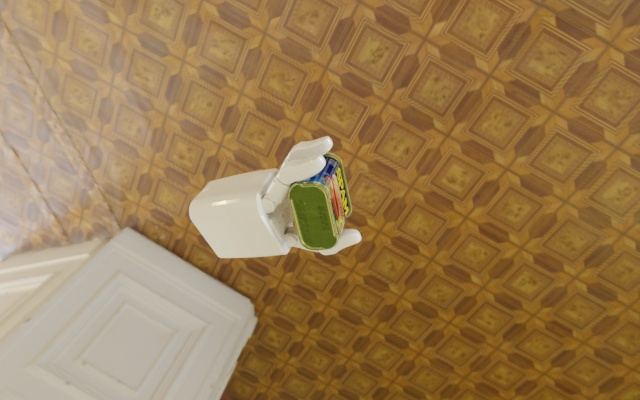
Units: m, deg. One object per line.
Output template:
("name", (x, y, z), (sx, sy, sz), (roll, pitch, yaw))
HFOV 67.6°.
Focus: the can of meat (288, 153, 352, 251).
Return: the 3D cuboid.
("can of meat", (0.000, 0.002, 0.617), (0.057, 0.102, 0.084), (-4, 28, 17))
